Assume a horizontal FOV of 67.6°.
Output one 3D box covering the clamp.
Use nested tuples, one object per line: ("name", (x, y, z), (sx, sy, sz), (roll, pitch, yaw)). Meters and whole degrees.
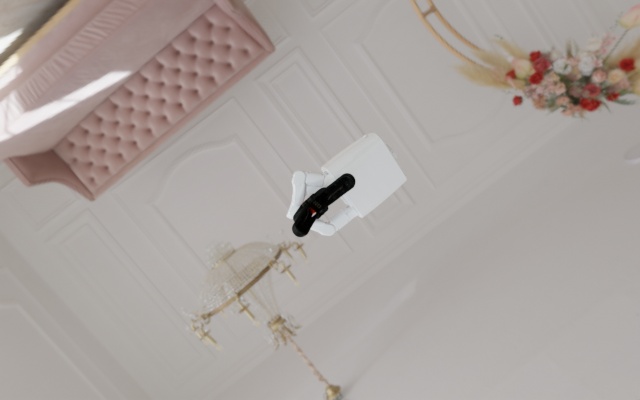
("clamp", (0.000, 0.003, 0.756), (0.120, 0.039, 0.171), (-39, 8, -1))
